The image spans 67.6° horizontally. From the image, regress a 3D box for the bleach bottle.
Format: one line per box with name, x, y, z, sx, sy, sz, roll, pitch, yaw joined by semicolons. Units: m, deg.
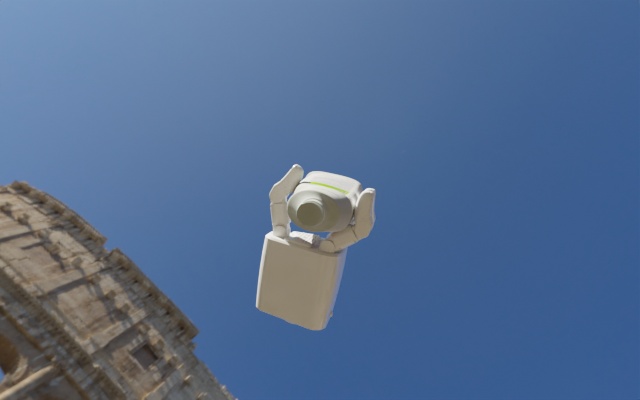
bleach bottle;0.000;0.002;0.653;0.102;0.068;0.251;11;7;9
